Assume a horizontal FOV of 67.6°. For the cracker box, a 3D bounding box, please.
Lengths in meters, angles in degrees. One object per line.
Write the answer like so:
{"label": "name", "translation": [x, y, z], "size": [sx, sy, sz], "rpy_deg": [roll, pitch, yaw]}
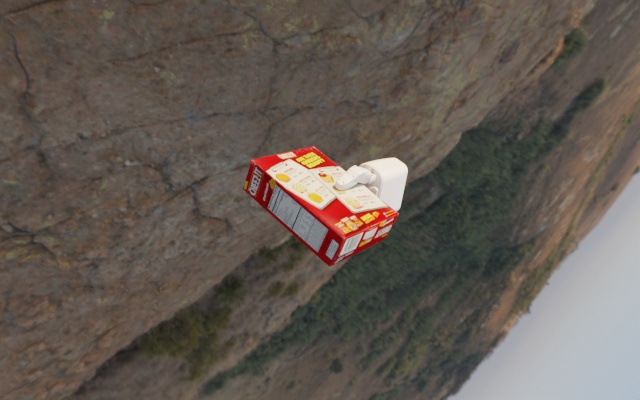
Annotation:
{"label": "cracker box", "translation": [0.000, 0.003, 0.810], "size": [0.213, 0.072, 0.164], "rpy_deg": [39, 34, 24]}
